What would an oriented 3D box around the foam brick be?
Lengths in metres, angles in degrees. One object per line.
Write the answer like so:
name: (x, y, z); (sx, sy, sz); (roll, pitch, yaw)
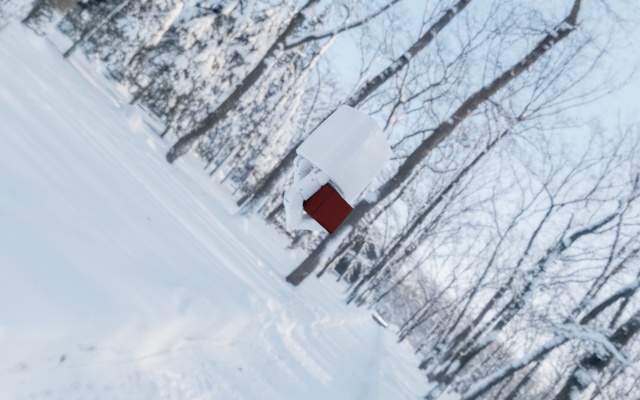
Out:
foam brick: (0.000, 0.003, 0.709); (0.053, 0.051, 0.078); (46, -4, -39)
